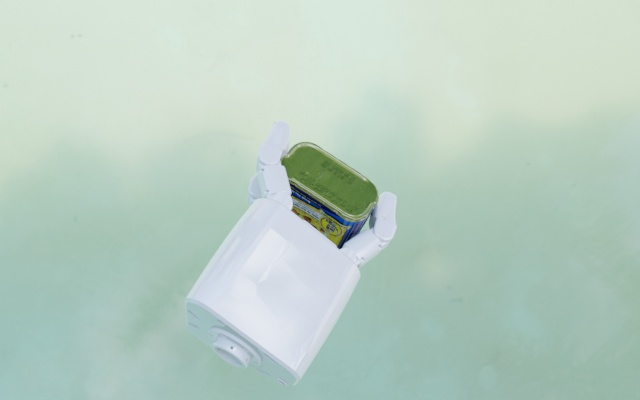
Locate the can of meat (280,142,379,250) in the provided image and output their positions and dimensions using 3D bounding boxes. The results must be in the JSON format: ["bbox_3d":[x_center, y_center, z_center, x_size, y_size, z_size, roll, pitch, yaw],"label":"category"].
[{"bbox_3d":[0.000,0.001,0.472,0.102,0.057,0.084,33,-33,8],"label":"can of meat"}]
